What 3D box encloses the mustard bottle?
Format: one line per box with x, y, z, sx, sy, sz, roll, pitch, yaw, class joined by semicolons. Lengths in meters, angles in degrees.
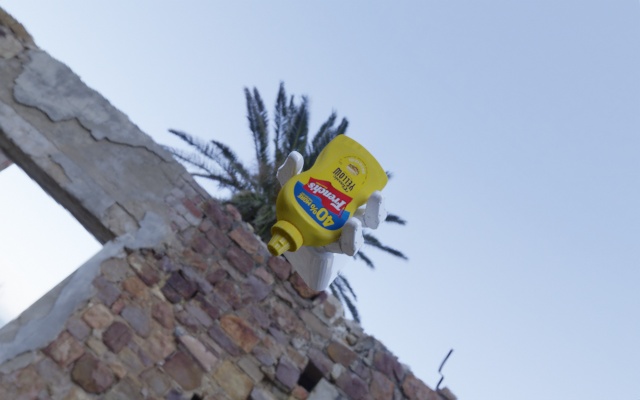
0.000;0.002;0.609;0.191;0.096;0.058;-45;2;-32;mustard bottle
